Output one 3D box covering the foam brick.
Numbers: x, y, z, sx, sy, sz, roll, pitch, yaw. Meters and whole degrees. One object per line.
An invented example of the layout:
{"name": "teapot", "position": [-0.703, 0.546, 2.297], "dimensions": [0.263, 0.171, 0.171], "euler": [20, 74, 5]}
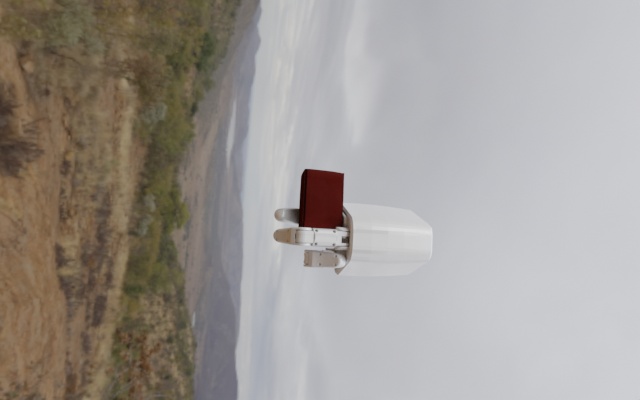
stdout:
{"name": "foam brick", "position": [0.000, 0.002, 0.623], "dimensions": [0.051, 0.078, 0.053], "euler": [3, -5, -8]}
